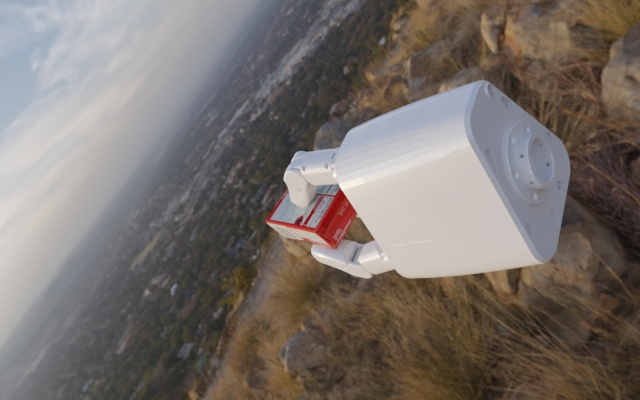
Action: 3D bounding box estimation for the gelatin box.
[{"bbox_3d":[0.000,0.001,0.426,0.030,0.073,0.089,42,-20,-29],"label":"gelatin box"}]
